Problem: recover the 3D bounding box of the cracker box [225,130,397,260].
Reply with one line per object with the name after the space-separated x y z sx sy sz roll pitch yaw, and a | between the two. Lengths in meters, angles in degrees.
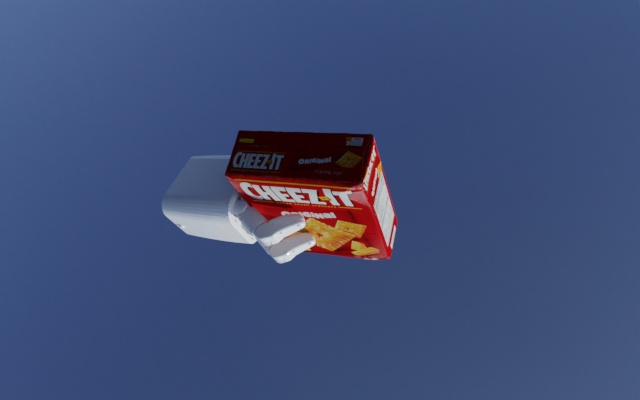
0.000 0.002 0.606 0.164 0.072 0.214 4 -27 19 | cracker box
